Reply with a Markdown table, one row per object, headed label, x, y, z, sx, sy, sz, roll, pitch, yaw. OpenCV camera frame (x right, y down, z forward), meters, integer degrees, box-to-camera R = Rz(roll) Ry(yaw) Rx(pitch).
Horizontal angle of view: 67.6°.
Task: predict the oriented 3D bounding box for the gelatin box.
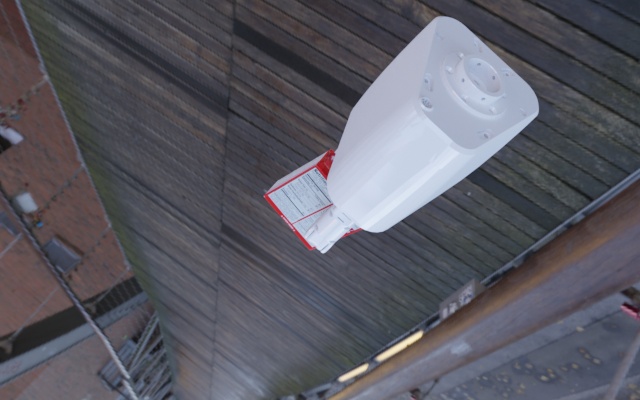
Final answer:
| label | x | y | z | sx | sy | sz | roll | pitch | yaw |
| --- | --- | --- | --- | --- | --- | --- | --- | --- | --- |
| gelatin box | 0.000 | 0.002 | 0.446 | 0.089 | 0.073 | 0.030 | -27 | 18 | 46 |
